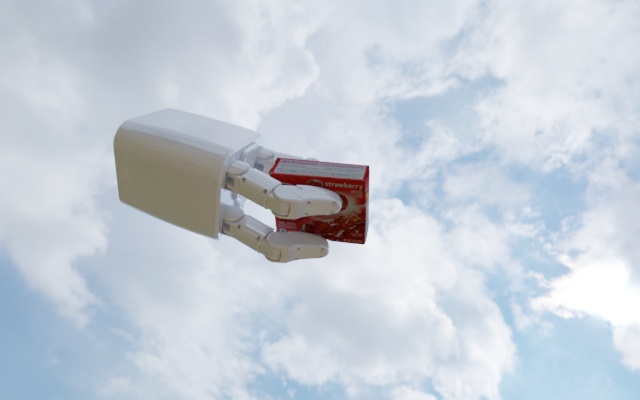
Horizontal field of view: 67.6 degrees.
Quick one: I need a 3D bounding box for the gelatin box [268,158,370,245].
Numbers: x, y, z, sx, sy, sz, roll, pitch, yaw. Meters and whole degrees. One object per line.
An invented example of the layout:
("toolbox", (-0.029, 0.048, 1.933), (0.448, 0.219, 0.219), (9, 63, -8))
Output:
("gelatin box", (0.001, 0.001, 0.442), (0.089, 0.073, 0.030), (5, 37, 11))
